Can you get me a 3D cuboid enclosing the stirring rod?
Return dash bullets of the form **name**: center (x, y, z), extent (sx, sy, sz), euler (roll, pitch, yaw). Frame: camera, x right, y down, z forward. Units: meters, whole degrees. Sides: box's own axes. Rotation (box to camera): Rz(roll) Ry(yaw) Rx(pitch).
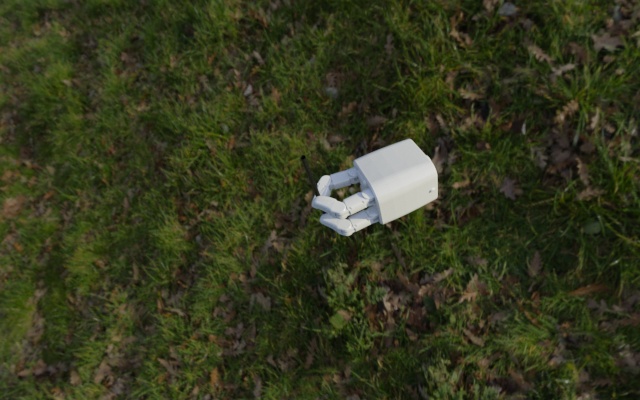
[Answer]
- **stirring rod**: center (0.000, 0.003, 0.784), extent (0.011, 0.011, 0.240), euler (0, -32, 14)
